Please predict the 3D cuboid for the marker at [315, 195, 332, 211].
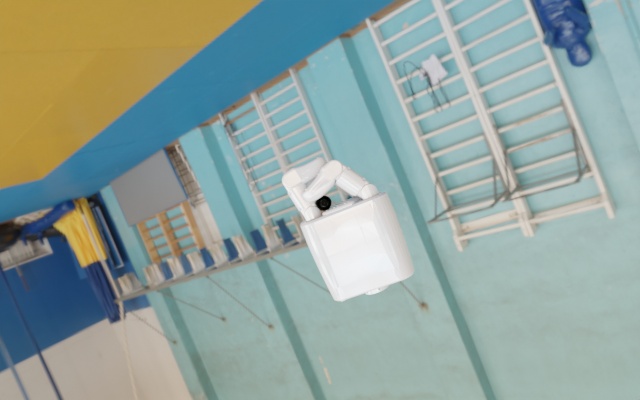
[{"bbox_3d":[0.000,0.002,0.627,0.020,0.020,0.121,0,1,-5],"label":"marker"}]
